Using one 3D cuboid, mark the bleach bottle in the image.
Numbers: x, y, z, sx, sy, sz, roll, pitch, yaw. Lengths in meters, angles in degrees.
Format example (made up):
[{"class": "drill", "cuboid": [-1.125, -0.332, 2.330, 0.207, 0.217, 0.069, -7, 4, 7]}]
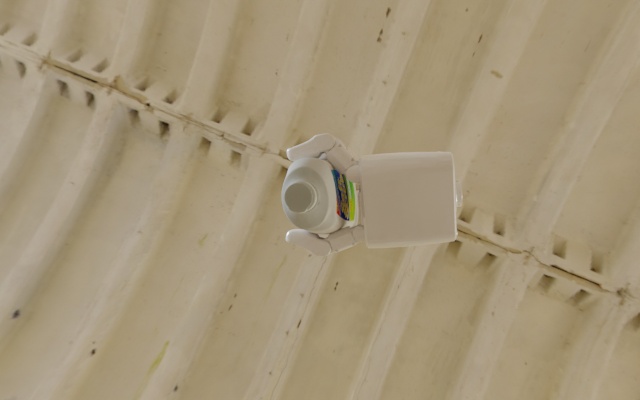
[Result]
[{"class": "bleach bottle", "cuboid": [0.000, 0.002, 0.581, 0.068, 0.102, 0.251, -4, 1, 10]}]
